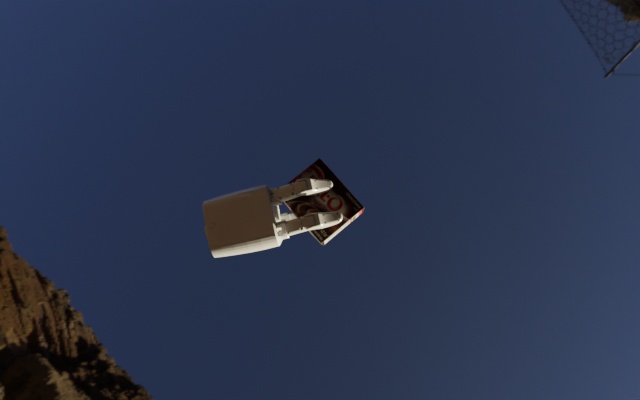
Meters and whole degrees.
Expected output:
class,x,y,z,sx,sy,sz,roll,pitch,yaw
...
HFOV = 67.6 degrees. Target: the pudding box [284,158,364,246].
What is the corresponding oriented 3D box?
class,x,y,z,sx,sy,sz,roll,pitch,yaw
pudding box,0.000,0.003,0.766,0.090,0.113,0.039,-40,-11,-8
